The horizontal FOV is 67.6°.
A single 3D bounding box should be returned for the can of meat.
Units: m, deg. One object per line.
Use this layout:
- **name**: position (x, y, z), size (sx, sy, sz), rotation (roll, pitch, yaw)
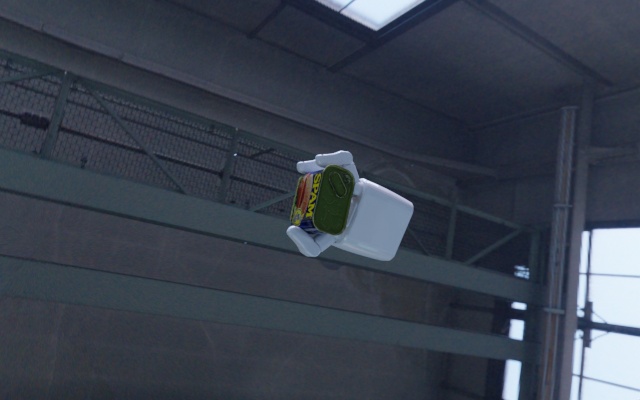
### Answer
- **can of meat**: position (0.000, 0.002, 0.731), size (0.057, 0.102, 0.084), rotation (19, -14, -28)
